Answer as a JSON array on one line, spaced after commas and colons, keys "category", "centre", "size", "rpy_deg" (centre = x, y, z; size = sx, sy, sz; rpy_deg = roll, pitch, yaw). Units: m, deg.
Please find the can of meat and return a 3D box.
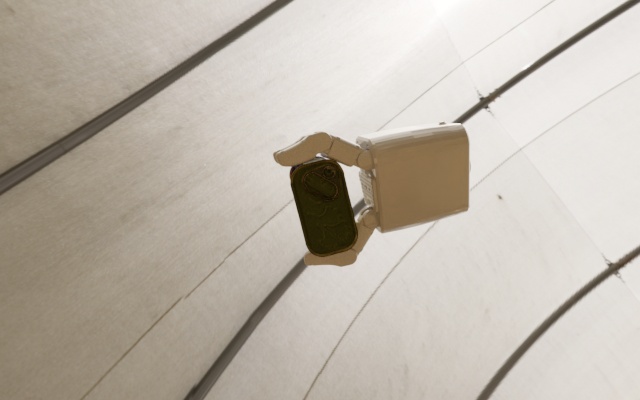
[{"category": "can of meat", "centre": [0.000, 0.002, 0.539], "size": [0.057, 0.102, 0.084], "rpy_deg": [-15, 12, -3]}]
